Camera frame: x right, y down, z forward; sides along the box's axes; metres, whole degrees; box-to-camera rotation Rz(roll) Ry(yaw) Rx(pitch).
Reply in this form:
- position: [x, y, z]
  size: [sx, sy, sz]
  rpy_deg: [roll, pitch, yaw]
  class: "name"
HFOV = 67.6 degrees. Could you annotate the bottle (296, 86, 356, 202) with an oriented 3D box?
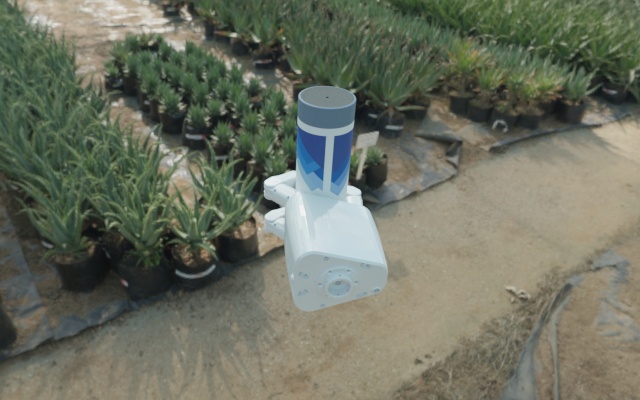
- position: [0.000, 0.002, 0.629]
  size: [0.069, 0.296, 0.069]
  rpy_deg: [2, 35, -2]
  class: "bottle"
